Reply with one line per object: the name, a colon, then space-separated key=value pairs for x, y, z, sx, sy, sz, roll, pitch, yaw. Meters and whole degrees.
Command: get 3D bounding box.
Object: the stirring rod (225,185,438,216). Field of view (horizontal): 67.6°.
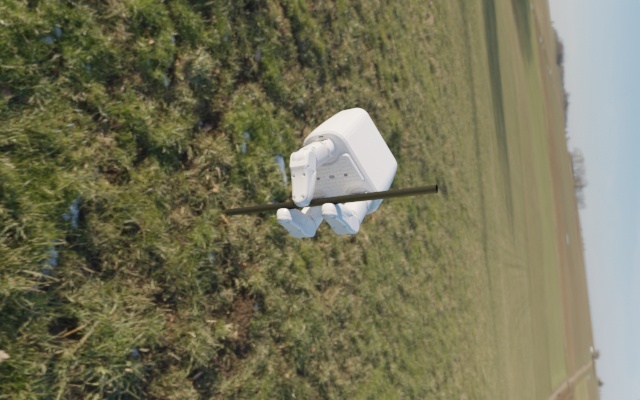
stirring rod: x=0.000 y=0.002 z=0.491 sx=0.239 sy=0.011 sz=0.011 roll=-7 pitch=-3 yaw=27
